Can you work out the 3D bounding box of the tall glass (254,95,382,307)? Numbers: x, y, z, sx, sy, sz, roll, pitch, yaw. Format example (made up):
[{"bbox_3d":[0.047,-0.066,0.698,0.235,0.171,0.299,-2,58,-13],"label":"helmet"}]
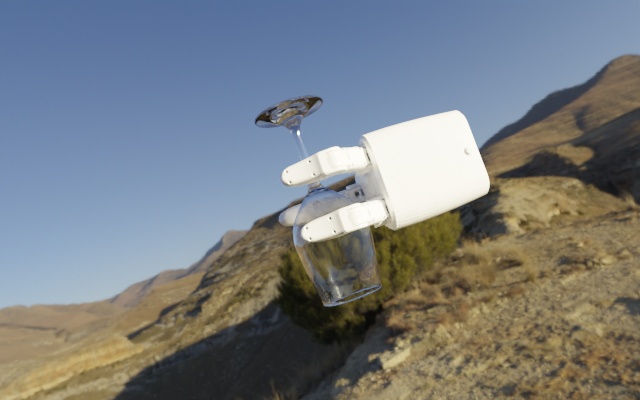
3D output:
[{"bbox_3d":[0.000,0.001,0.483,0.079,0.201,0.079,-19,-6,-2],"label":"tall glass"}]
